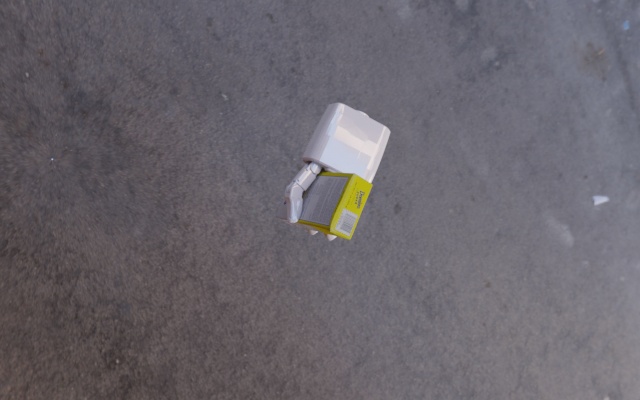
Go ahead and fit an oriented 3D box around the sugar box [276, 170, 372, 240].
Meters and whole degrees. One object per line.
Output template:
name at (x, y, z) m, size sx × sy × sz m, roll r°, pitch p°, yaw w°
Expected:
sugar box at (0.001, 0.003, 0.764) m, size 0.048 × 0.093 × 0.176 m, roll 28°, pitch -10°, yaw -28°
